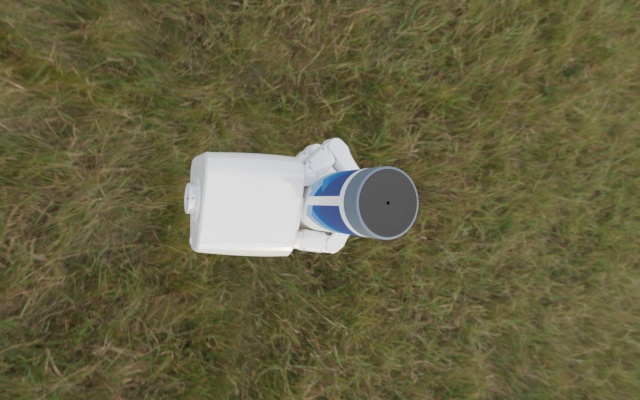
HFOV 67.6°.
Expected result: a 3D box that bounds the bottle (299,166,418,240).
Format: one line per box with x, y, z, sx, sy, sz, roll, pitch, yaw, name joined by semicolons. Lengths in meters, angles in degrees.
0.000;0.002;0.562;0.069;0.069;0.295;0;0;-25;bottle
